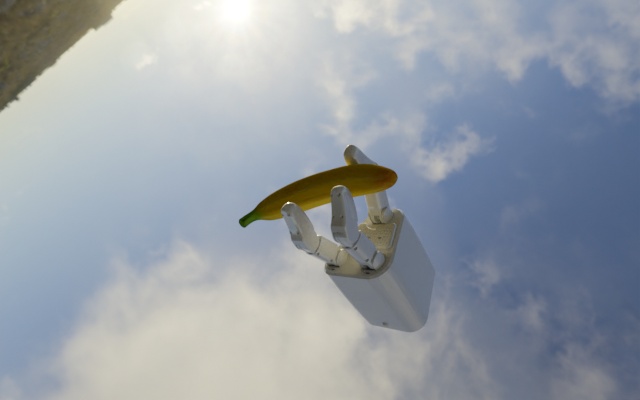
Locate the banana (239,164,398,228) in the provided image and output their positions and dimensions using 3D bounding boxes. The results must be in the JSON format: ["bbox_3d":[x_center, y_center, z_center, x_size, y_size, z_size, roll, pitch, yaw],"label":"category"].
[{"bbox_3d":[0.001,-0.007,0.549,0.198,0.037,0.069,-19,26,26],"label":"banana"}]
